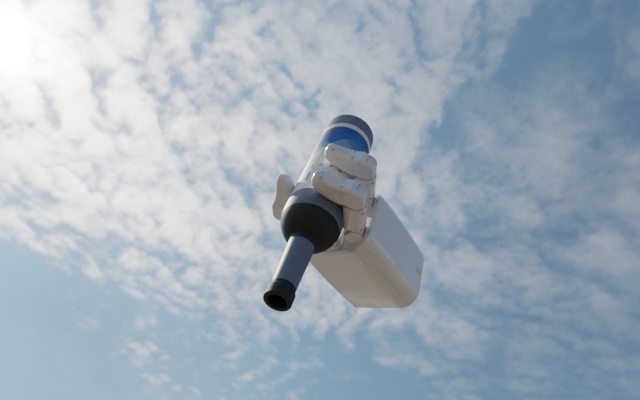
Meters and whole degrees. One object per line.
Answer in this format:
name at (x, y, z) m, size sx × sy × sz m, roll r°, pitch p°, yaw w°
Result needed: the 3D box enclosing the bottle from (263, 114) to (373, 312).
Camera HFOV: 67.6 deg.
bottle at (0.000, 0.002, 0.537) m, size 0.069 × 0.069 × 0.295 m, roll 0°, pitch 37°, yaw 19°
